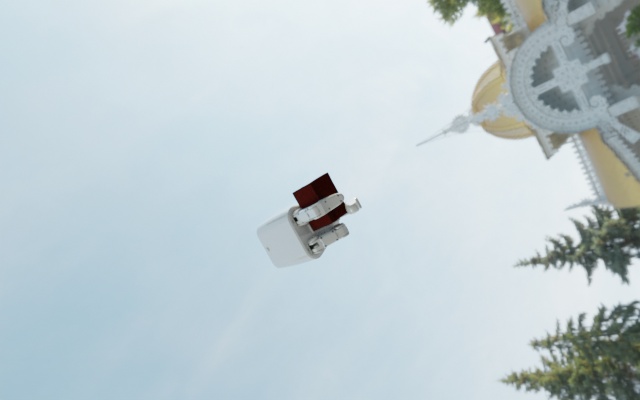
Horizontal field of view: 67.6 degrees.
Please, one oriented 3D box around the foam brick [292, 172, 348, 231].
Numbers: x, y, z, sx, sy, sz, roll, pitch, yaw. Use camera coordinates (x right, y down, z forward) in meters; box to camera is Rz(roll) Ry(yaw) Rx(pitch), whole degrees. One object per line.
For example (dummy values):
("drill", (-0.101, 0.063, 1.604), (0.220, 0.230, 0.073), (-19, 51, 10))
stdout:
("foam brick", (0.000, 0.002, 0.809), (0.051, 0.078, 0.053), (-25, 6, 45))
